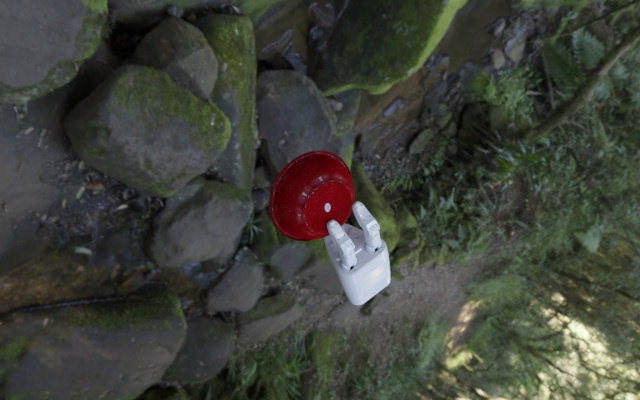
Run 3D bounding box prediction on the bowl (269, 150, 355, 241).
[{"bbox_3d":[0.000,0.002,0.780,0.162,0.162,0.055,0,20,-33],"label":"bowl"}]
